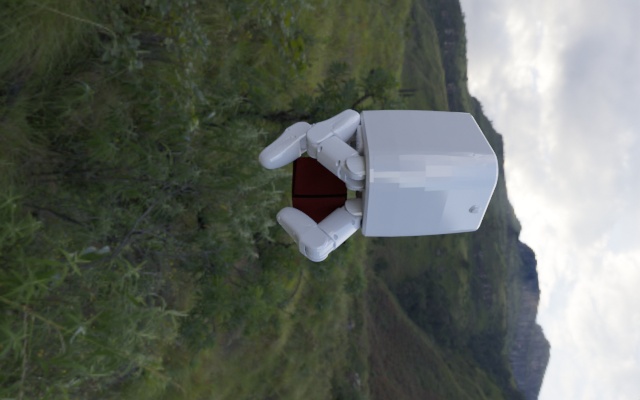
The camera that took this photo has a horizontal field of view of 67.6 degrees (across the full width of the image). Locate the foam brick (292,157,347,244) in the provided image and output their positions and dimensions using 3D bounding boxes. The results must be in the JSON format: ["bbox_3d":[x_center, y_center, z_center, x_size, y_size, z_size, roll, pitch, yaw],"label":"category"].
[{"bbox_3d":[0.000,0.002,0.471,0.051,0.053,0.078,-1,-39,1],"label":"foam brick"}]
